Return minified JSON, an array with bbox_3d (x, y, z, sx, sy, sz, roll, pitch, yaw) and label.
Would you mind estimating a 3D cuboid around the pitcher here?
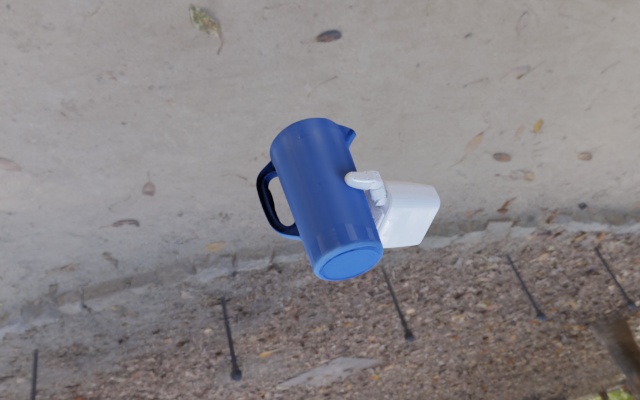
[{"bbox_3d":[0.000,0.002,0.753,0.145,0.242,0.149,2,-39,-29],"label":"pitcher"}]
